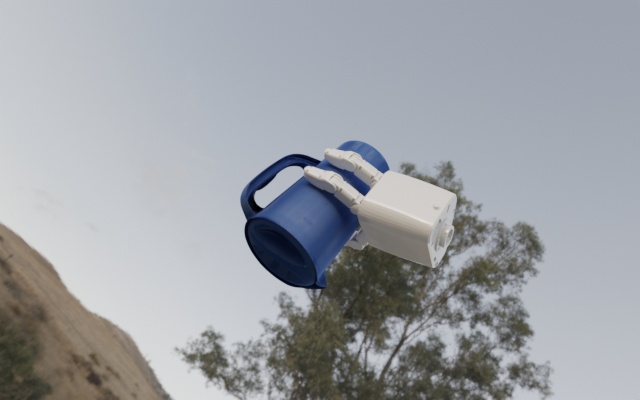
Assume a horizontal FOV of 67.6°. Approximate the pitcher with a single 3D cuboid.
[{"bbox_3d":[0.000,0.003,0.740,0.145,0.149,0.242,20,48,30],"label":"pitcher"}]
